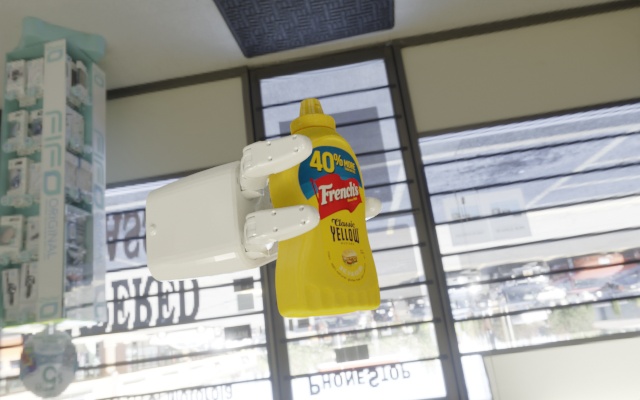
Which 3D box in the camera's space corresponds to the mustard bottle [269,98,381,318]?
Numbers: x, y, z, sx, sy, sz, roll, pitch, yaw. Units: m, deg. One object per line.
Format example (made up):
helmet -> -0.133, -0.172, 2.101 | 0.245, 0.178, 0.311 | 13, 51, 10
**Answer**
mustard bottle -> 0.000, 0.002, 0.415 | 0.096, 0.191, 0.058 | 8, -21, -42
